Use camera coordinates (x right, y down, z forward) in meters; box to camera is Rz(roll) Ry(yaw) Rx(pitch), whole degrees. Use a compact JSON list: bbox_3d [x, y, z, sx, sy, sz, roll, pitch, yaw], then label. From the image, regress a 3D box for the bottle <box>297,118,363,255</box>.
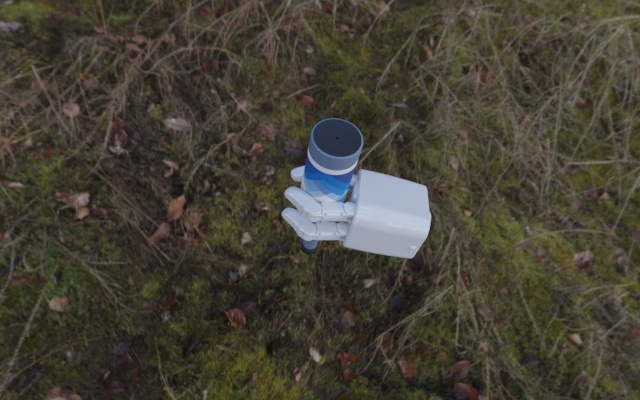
[{"bbox_3d":[0.000,0.002,0.716,0.069,0.069,0.296,0,-33,-10],"label":"bottle"}]
